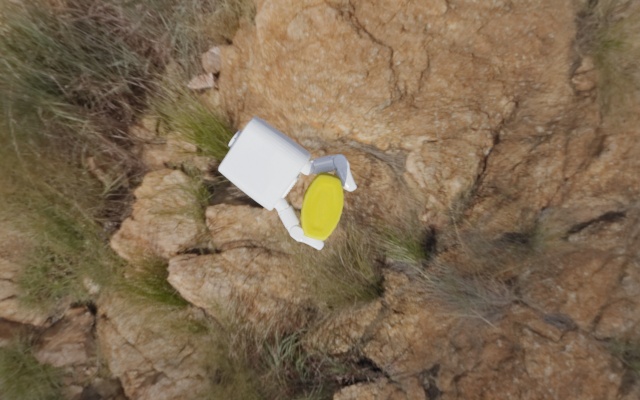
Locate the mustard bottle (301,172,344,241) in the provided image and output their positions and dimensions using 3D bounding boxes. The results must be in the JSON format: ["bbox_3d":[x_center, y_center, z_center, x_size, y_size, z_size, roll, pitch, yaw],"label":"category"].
[{"bbox_3d":[0.000,0.003,0.765,0.058,0.096,0.191,12,4,-3],"label":"mustard bottle"}]
